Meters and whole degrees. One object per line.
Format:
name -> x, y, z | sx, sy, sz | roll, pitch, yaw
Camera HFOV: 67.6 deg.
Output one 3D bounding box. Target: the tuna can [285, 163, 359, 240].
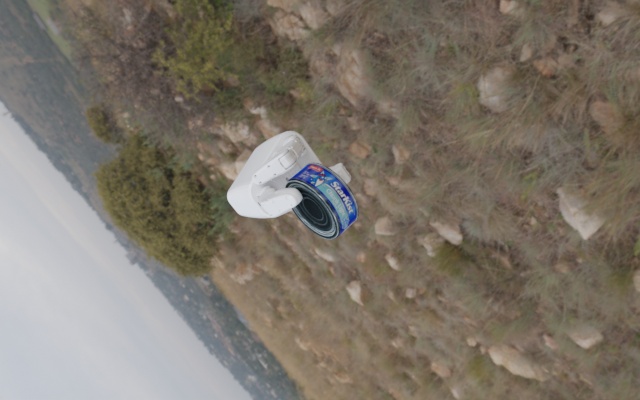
tuna can -> 0.000, 0.002, 0.538 | 0.033, 0.086, 0.086 | -41, 21, -27
